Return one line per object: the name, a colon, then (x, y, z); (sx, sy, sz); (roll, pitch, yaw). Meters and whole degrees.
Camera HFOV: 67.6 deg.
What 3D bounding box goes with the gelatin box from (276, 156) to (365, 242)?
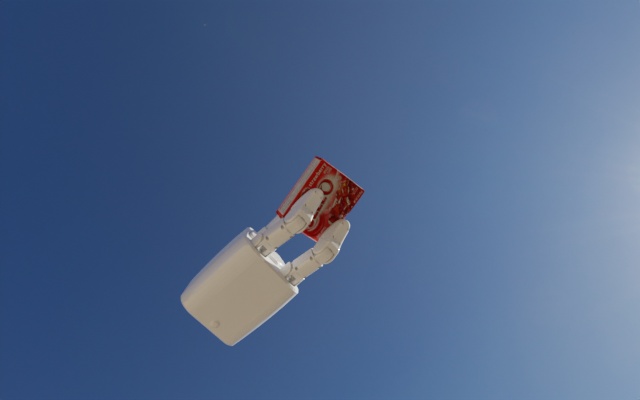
gelatin box: (0.000, 0.002, 0.594); (0.073, 0.089, 0.030); (35, 0, -24)
